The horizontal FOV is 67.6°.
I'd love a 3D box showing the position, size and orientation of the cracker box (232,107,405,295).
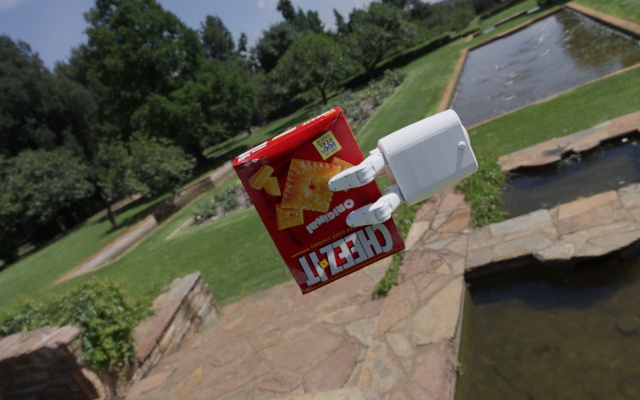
[{"bbox_3d":[0.000,0.002,0.666,0.164,0.214,0.072,-25,14,6],"label":"cracker box"}]
